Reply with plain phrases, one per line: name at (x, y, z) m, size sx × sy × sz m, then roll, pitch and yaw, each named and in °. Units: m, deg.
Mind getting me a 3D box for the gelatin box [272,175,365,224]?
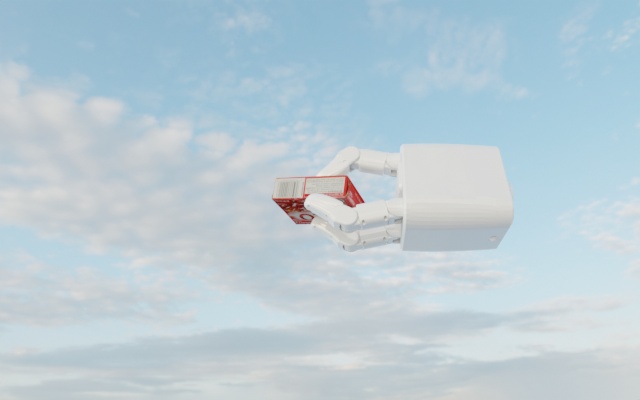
gelatin box at (0.000, 0.001, 0.543) m, size 0.089 × 0.030 × 0.073 m, roll -1°, pitch -25°, yaw 21°
